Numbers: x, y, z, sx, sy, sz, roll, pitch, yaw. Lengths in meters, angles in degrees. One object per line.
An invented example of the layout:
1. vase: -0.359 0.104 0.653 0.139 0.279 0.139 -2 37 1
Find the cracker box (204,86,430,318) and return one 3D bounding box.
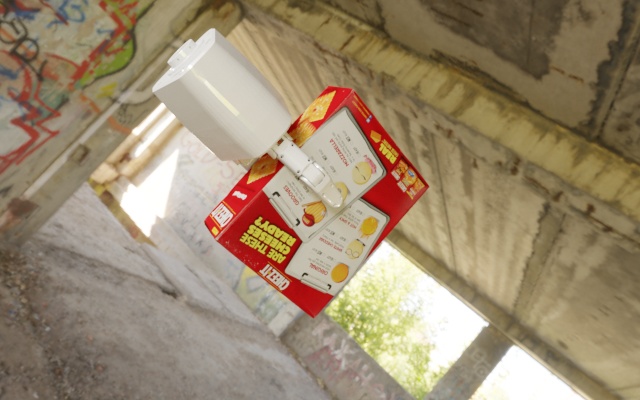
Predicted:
1. cracker box: 0.000 0.002 0.554 0.164 0.213 0.072 45 -6 -29
